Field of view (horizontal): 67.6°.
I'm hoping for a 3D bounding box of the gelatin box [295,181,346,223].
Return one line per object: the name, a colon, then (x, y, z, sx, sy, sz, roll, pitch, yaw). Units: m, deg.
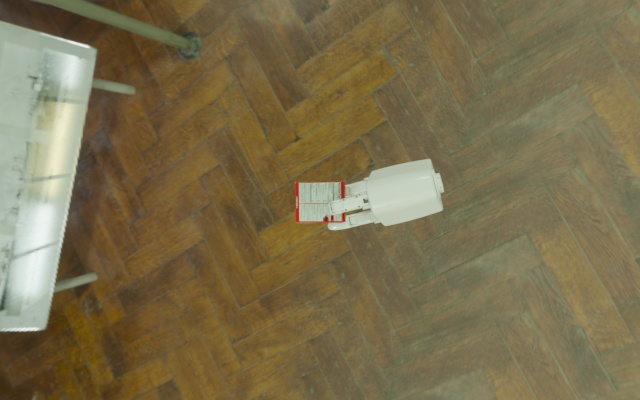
gelatin box: (0.000, 0.003, 0.849, 0.089, 0.073, 0.030, -1, 1, 11)
